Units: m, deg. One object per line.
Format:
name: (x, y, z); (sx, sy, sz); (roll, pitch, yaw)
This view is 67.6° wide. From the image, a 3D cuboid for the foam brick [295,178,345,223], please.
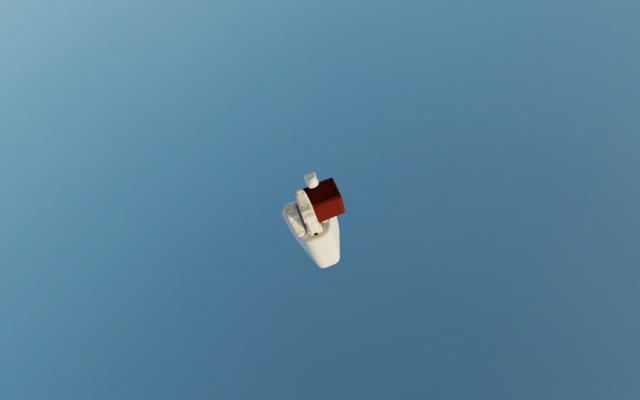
foam brick: (0.000, 0.003, 0.889); (0.078, 0.053, 0.051); (-21, -41, 0)
